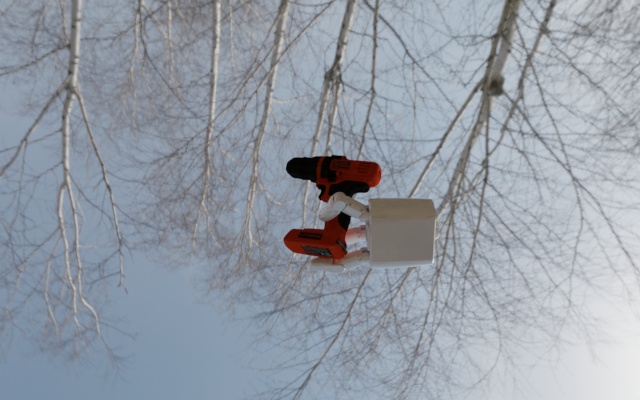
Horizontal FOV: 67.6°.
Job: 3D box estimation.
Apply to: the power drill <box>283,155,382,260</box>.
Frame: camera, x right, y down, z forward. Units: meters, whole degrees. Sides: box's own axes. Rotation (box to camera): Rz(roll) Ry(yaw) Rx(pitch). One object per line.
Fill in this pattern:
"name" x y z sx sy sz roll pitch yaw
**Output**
"power drill" 0.000 0.003 0.837 0.184 0.187 0.057 6 -28 26
